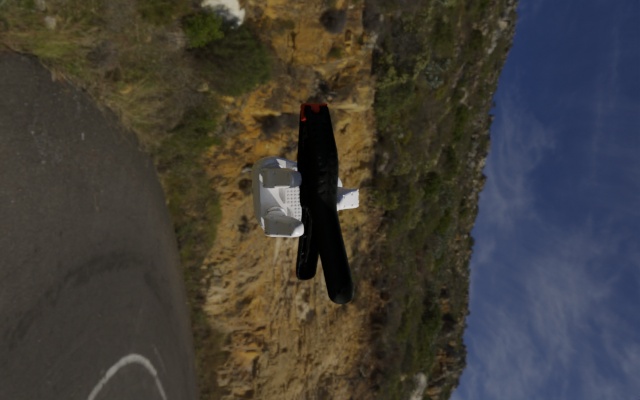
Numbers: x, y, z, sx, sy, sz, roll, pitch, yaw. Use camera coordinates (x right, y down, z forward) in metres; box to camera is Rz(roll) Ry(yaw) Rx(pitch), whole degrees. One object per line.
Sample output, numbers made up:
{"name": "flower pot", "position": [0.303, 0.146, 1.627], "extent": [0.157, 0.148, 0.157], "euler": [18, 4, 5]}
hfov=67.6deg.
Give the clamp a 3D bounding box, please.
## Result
{"name": "clamp", "position": [0.001, 0.001, 0.506], "extent": [0.036, 0.210, 0.164], "euler": [-2, 7, -16]}
